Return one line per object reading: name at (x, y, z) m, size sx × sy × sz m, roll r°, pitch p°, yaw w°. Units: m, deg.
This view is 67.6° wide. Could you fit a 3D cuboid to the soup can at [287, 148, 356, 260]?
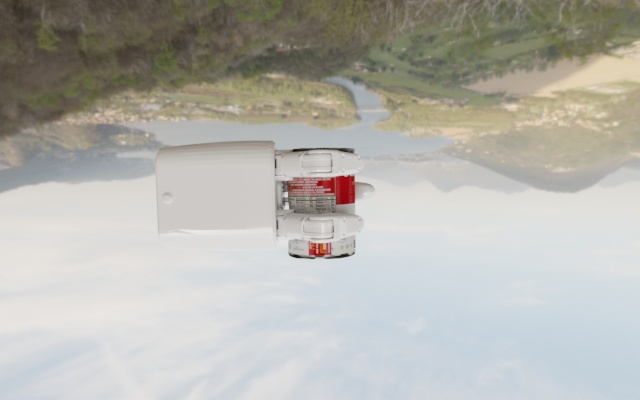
soup can at (0.001, 0.002, 0.461) m, size 0.068 × 0.102 × 0.068 m, roll -1°, pitch 3°, yaw 0°
